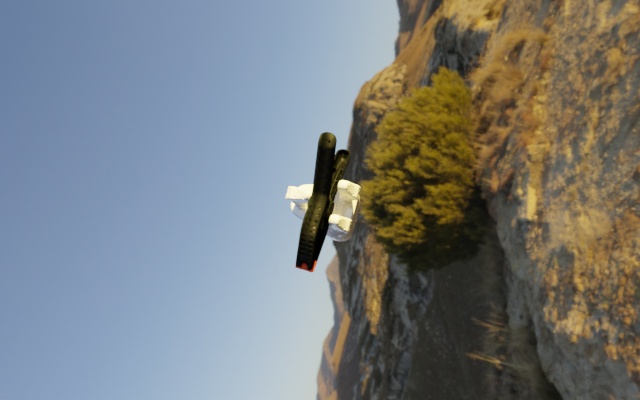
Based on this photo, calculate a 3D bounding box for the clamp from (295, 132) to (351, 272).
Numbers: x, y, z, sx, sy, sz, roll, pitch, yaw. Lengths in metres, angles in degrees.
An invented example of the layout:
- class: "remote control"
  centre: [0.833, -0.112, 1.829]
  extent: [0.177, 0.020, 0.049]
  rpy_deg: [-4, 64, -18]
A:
- class: "clamp"
  centre: [-0.001, 0.003, 0.717]
  extent: [0.036, 0.210, 0.164]
  rpy_deg: [15, -7, 13]
